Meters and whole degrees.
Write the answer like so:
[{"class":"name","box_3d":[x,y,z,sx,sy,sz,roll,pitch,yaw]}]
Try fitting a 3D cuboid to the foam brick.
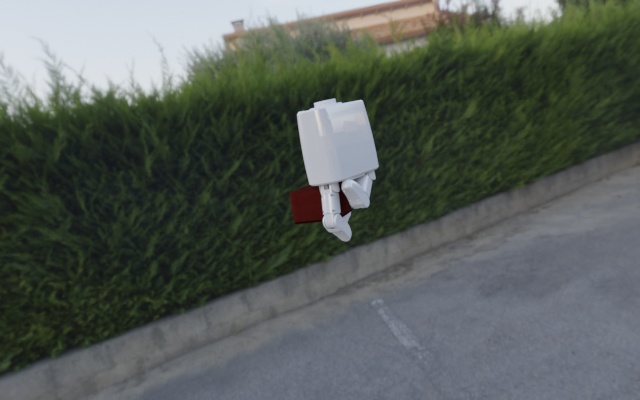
[{"class":"foam brick","box_3d":[0.000,0.003,0.735,0.078,0.051,0.053,-7,12,30]}]
